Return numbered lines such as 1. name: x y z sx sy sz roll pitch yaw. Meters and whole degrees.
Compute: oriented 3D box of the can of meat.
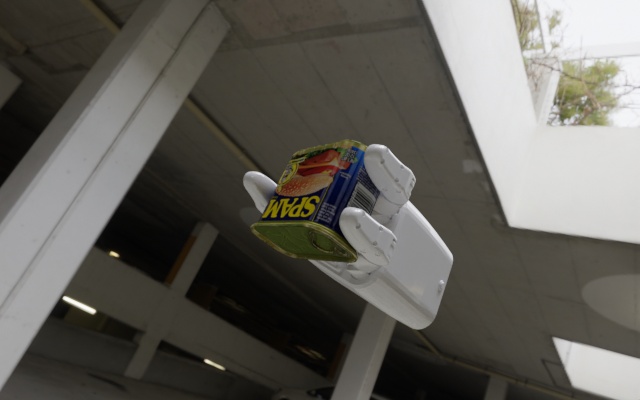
1. can of meat: 0.000 0.001 0.405 0.057 0.084 0.102 40 -26 -31
